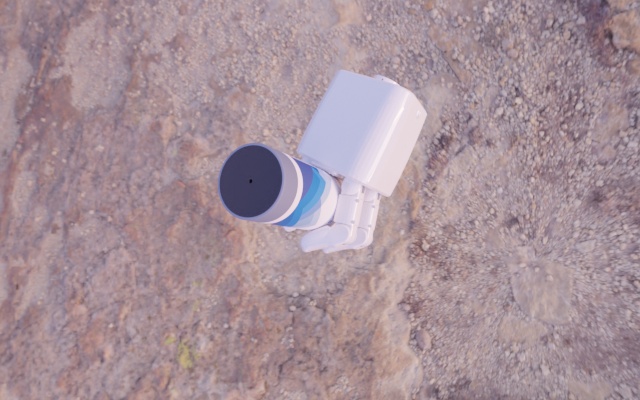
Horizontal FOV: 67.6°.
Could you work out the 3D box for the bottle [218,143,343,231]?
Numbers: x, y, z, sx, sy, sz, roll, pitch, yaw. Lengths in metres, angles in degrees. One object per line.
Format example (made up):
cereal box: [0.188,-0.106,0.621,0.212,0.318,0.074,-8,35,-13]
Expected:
bottle: [0.000,0.002,0.535,0.069,0.069,0.296,0,-7,24]
